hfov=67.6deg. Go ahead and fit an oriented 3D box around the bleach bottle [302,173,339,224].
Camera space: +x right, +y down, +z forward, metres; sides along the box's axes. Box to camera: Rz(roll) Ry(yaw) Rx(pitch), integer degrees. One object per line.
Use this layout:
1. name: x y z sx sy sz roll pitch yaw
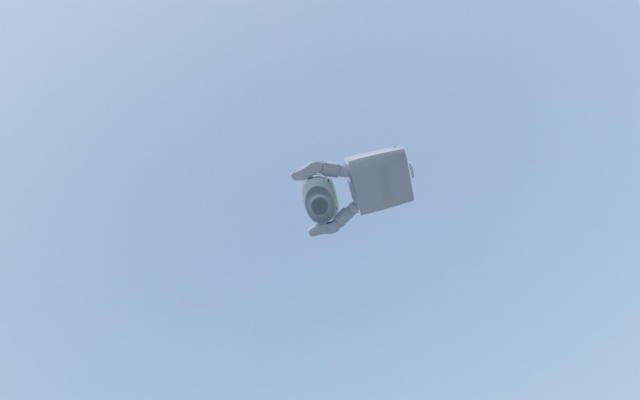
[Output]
1. bleach bottle: 0.000 0.003 0.884 0.068 0.102 0.251 -15 7 1
